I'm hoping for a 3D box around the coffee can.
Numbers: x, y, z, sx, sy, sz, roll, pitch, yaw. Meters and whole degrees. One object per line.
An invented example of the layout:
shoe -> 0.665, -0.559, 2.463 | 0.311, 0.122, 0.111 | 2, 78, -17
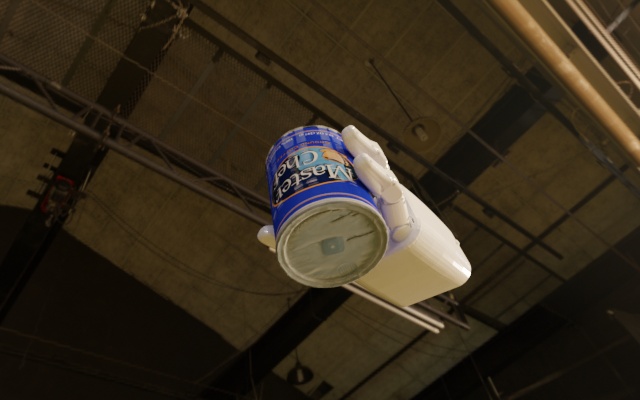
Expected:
coffee can -> 0.000, 0.002, 0.481 | 0.103, 0.103, 0.140 | 0, 36, -11
